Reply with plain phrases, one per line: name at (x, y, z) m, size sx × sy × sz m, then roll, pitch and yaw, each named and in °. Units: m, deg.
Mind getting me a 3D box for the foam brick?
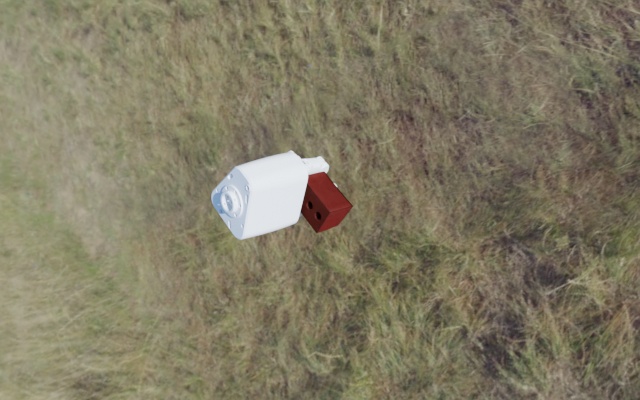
foam brick at (0.000, 0.003, 0.747) m, size 0.051 × 0.078 × 0.053 m, roll -18°, pitch -30°, yaw -43°
